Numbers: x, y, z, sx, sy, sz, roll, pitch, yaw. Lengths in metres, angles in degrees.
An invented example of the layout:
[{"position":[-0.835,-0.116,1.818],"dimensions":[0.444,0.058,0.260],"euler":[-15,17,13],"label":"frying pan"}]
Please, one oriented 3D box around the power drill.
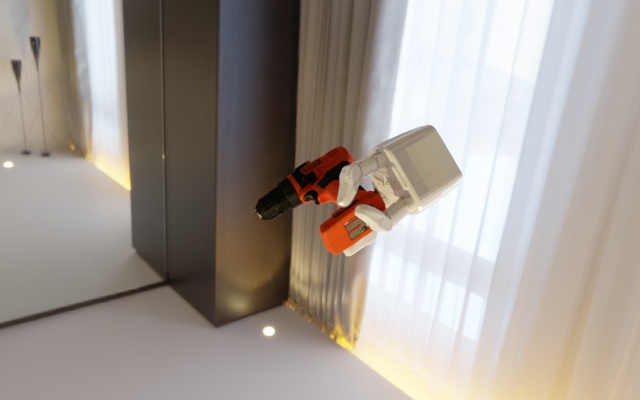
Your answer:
[{"position":[0.001,0.003,0.735],"dimensions":[0.184,0.057,0.187],"euler":[-35,38,-6],"label":"power drill"}]
